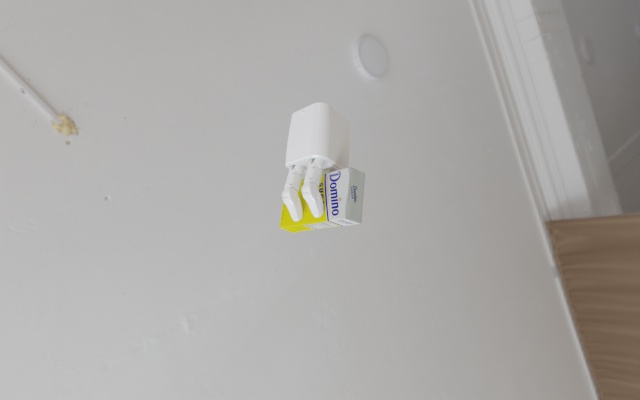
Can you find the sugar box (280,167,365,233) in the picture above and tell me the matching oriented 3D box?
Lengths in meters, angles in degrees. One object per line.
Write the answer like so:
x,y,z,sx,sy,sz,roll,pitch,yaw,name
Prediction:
0.000,0.003,0.861,0.048,0.093,0.176,19,-21,-37,sugar box
